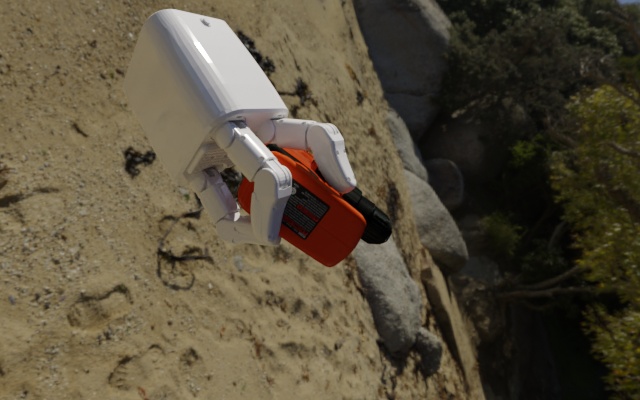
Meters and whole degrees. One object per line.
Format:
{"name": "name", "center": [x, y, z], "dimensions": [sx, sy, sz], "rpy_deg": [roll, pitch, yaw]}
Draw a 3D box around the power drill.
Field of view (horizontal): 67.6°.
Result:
{"name": "power drill", "center": [0.000, 0.001, 0.467], "dimensions": [0.184, 0.057, 0.187], "rpy_deg": [34, 9, -4]}
